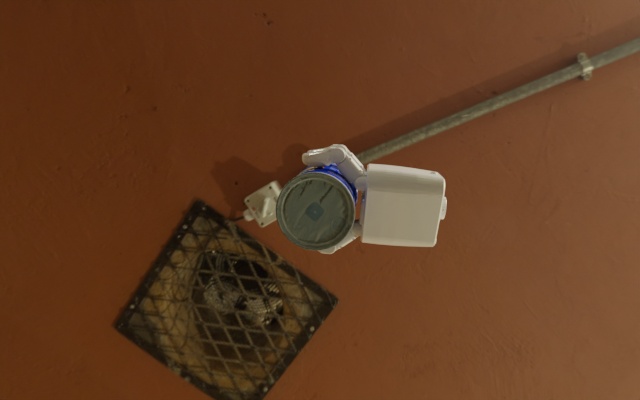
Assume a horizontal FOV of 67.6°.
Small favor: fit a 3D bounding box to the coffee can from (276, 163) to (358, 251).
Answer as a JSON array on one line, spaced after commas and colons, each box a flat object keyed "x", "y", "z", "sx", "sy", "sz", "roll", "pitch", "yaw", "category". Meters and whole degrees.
[{"x": 0.000, "y": 0.002, "z": 0.677, "sx": 0.103, "sy": 0.103, "sz": 0.140, "roll": 0, "pitch": 11, "yaw": 6, "category": "coffee can"}]
